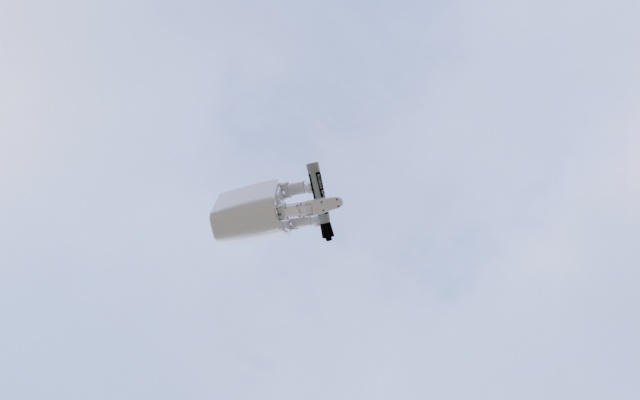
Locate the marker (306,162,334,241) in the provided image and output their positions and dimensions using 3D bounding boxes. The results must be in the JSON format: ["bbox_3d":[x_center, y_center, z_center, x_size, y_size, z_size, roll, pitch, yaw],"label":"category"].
[{"bbox_3d":[0.000,0.002,0.721,0.020,0.121,0.020,-12,5,1],"label":"marker"}]
